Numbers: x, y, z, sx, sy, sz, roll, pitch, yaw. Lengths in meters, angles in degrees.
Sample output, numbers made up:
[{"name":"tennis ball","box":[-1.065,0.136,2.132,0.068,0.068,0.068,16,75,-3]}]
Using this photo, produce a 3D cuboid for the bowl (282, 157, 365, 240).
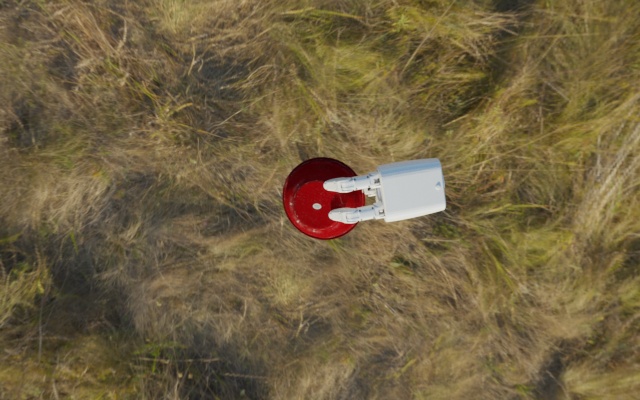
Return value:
[{"name":"bowl","box":[-0.001,0.003,0.883,0.162,0.162,0.055,0,13,12]}]
